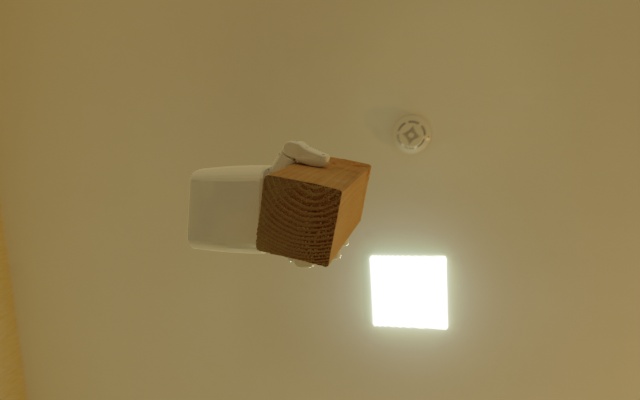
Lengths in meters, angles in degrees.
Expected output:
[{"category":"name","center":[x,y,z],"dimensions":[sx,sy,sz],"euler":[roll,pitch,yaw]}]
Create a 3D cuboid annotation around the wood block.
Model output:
[{"category":"wood block","center":[0.000,0.002,0.617],"dimensions":[0.090,0.091,0.206],"euler":[12,15,12]}]
